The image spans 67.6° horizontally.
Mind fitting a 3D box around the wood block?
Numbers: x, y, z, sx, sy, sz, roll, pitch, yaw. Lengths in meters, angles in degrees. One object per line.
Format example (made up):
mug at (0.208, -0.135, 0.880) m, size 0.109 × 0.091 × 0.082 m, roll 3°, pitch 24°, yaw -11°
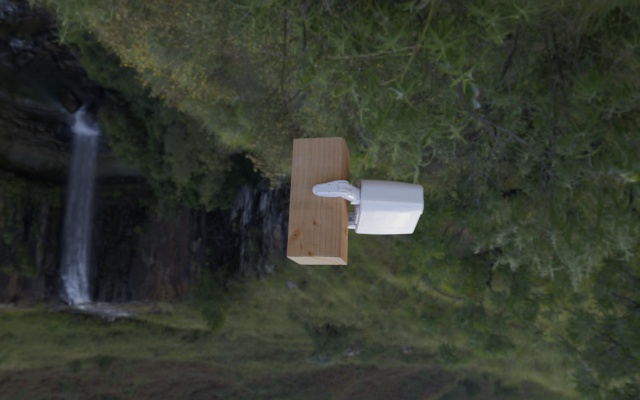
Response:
wood block at (0.000, 0.003, 0.832) m, size 0.090 × 0.206 × 0.091 m, roll -1°, pitch -15°, yaw 11°
